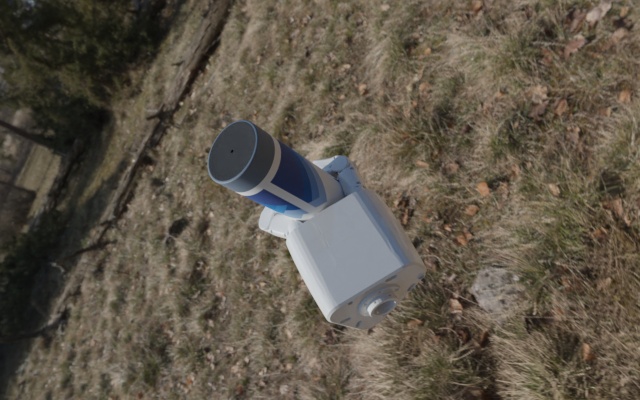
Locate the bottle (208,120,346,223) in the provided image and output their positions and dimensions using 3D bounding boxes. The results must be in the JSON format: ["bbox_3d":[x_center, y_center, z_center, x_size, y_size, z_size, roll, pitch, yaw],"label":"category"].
[{"bbox_3d":[0.000,0.002,0.562,0.069,0.069,0.296,0,-19,37],"label":"bottle"}]
